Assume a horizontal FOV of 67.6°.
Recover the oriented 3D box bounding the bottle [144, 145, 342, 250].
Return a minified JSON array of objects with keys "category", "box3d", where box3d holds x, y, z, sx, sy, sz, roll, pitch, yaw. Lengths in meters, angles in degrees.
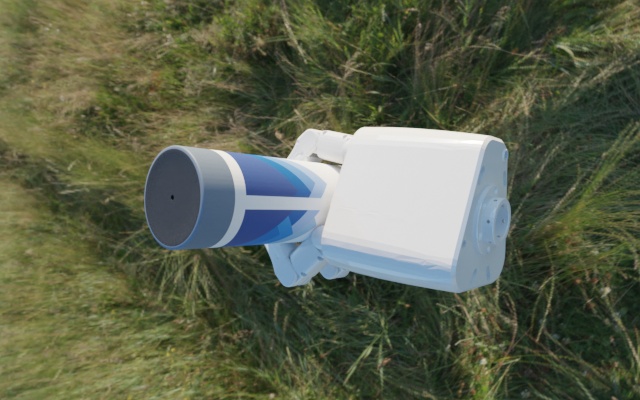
[{"category":"bottle","box3d":[0.000,0.001,0.414,0.069,0.069,0.296,0,-1,40]}]
